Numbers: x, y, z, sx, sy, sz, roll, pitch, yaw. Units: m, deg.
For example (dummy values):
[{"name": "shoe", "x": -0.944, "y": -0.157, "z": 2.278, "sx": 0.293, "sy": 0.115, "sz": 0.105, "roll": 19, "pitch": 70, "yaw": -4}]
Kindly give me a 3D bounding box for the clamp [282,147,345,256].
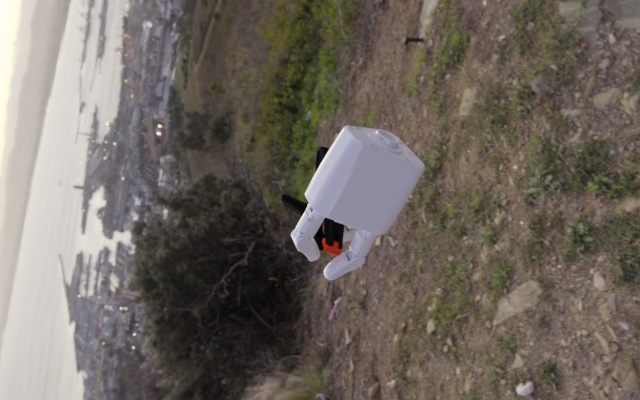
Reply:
[{"name": "clamp", "x": 0.000, "y": 0.002, "z": 0.698, "sx": 0.039, "sy": 0.120, "sz": 0.171, "roll": 11, "pitch": 31, "yaw": -34}]
